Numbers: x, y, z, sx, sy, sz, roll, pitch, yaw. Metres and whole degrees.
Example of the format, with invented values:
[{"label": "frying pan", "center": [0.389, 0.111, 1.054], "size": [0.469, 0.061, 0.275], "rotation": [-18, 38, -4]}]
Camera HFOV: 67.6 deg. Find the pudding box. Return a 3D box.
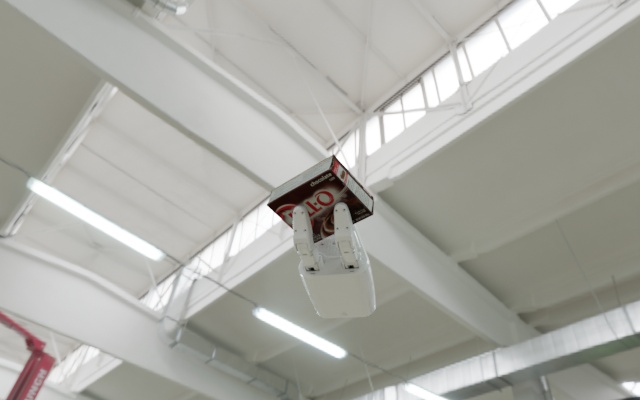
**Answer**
[{"label": "pudding box", "center": [0.000, 0.002, 0.629], "size": [0.113, 0.039, 0.090], "rotation": [-30, -59, 29]}]
